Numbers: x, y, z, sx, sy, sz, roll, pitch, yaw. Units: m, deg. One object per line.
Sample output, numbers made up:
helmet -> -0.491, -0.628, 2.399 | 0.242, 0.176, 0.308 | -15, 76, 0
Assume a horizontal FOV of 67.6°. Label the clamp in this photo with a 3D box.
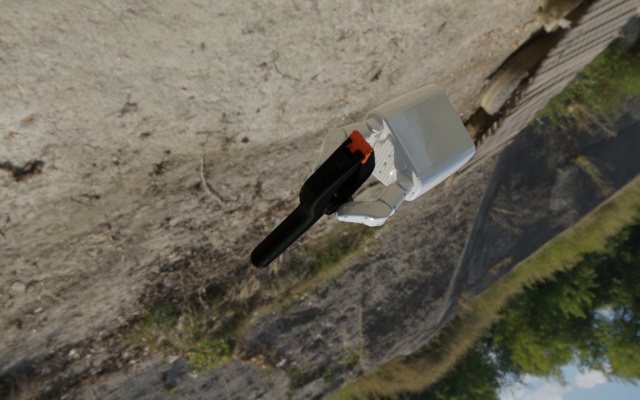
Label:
clamp -> 0.001, 0.002, 0.532 | 0.164, 0.036, 0.210 | -32, -16, -26
